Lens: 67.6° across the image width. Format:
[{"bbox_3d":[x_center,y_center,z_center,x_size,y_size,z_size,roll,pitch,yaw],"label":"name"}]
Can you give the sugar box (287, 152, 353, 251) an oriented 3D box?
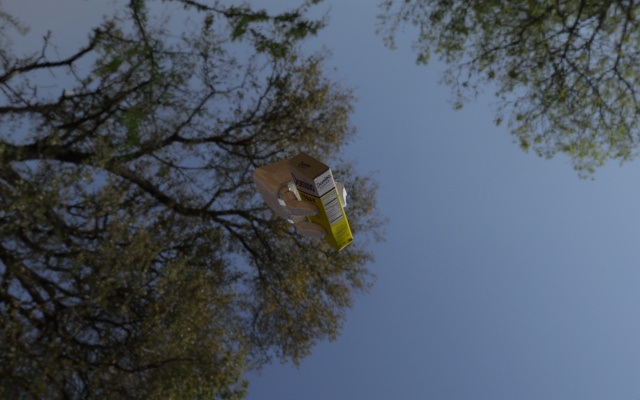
[{"bbox_3d":[0.000,0.003,0.883,0.048,0.176,0.093,-36,39,-17],"label":"sugar box"}]
